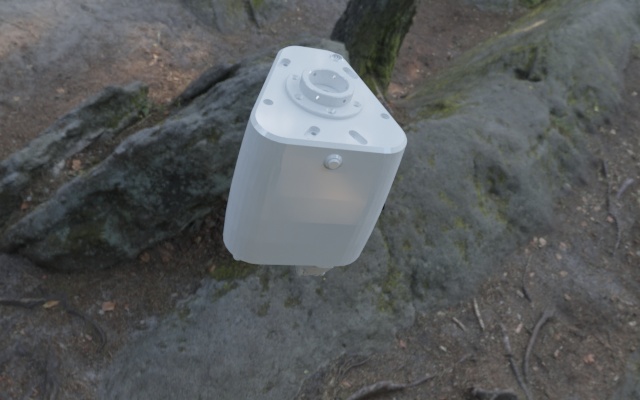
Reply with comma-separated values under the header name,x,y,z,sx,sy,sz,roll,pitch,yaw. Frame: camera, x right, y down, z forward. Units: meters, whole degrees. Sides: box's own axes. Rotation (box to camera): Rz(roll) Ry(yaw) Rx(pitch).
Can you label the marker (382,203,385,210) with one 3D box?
name,x,y,z,sx,sy,sz,roll,pitch,yaw
marker,0.000,0.001,0.422,0.121,0.020,0.020,3,-1,-17
